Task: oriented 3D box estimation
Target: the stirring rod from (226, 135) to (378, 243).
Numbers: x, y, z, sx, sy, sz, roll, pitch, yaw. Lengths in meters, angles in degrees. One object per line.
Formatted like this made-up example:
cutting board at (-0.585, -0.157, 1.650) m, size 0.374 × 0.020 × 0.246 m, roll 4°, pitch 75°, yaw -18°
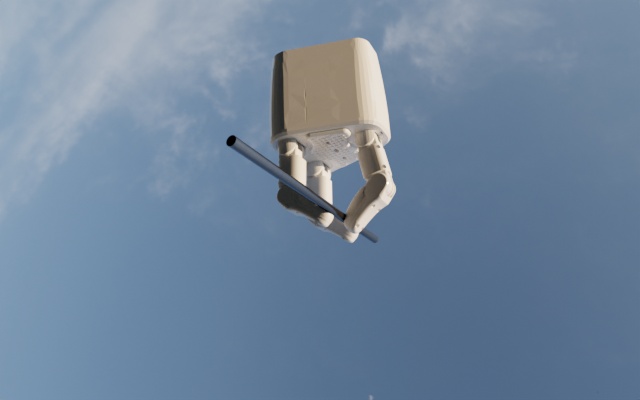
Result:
stirring rod at (0.000, 0.001, 0.403) m, size 0.011 × 0.011 × 0.240 m, roll 0°, pitch -19°, yaw 30°
